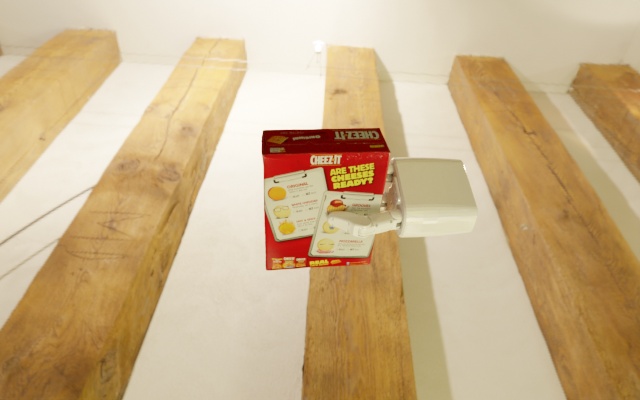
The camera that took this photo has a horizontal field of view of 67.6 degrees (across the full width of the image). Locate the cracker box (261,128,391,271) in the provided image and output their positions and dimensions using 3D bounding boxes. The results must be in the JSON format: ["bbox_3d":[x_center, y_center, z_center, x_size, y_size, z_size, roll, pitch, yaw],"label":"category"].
[{"bbox_3d":[0.000,0.002,0.683,0.164,0.214,0.072,-2,40,-7],"label":"cracker box"}]
